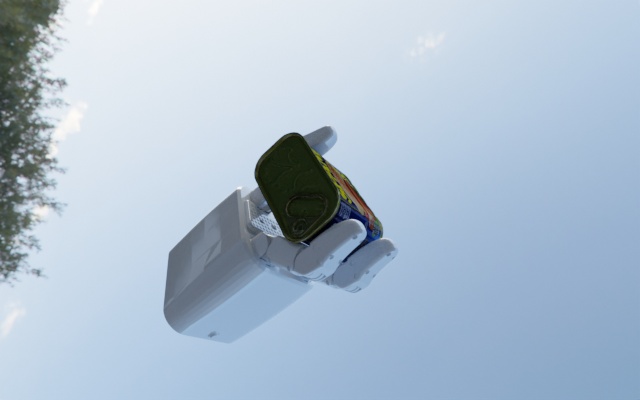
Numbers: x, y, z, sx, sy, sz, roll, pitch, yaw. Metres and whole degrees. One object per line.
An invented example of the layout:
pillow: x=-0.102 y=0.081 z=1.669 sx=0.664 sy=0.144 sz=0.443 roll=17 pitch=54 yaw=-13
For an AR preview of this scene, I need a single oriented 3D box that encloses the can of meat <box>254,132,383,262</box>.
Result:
can of meat: x=0.000 y=0.001 z=0.418 sx=0.057 sy=0.102 sz=0.084 roll=-42 pitch=-39 yaw=12
